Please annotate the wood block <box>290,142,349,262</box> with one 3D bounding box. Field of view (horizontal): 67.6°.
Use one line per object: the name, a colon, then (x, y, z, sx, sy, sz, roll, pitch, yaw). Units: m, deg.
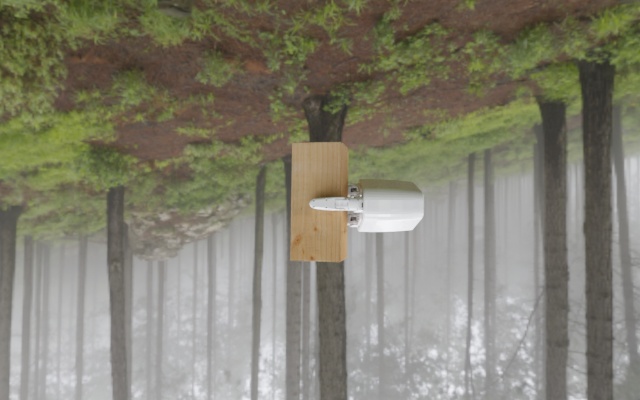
wood block: (0.000, 0.003, 0.862, 0.090, 0.206, 0.091, 0, -2, 11)
